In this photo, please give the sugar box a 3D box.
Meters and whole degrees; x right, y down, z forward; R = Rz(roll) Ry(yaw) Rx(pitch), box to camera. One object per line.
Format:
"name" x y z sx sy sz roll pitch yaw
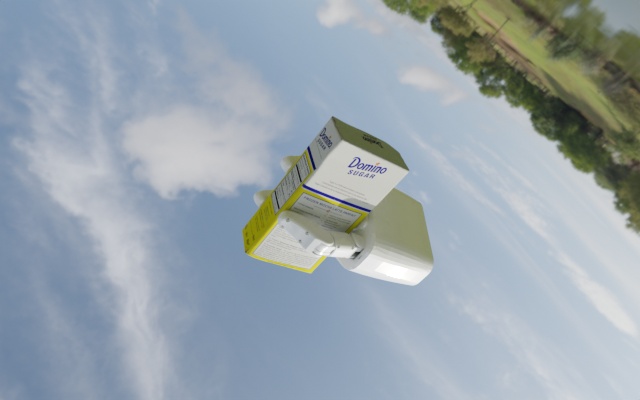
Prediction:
"sugar box" 0.000 0.001 0.509 0.093 0.176 0.048 21 32 -34
